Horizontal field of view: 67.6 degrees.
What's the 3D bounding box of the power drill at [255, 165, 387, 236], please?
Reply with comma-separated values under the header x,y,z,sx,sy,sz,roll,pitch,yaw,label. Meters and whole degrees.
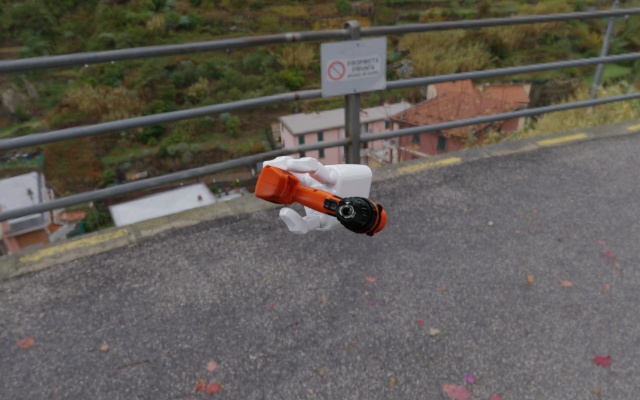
x,y,z,sx,sy,sz,roll,pitch,yaw,label
0.000,0.002,0.714,0.187,0.057,0.184,21,-1,19,power drill
